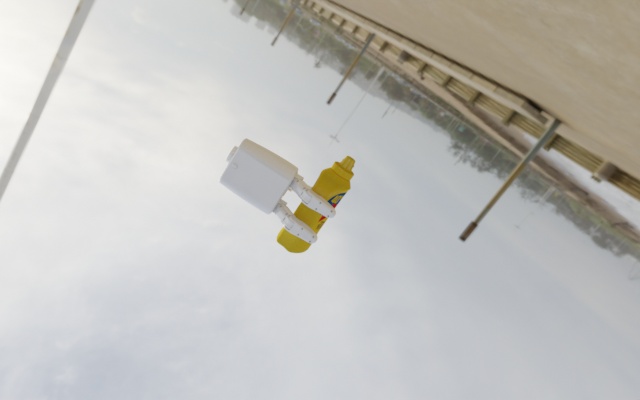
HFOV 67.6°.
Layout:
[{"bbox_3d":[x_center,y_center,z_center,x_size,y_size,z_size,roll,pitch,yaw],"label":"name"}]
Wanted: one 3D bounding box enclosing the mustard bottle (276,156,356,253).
[{"bbox_3d":[0.000,0.003,0.843,0.058,0.192,0.096,39,17,15],"label":"mustard bottle"}]
